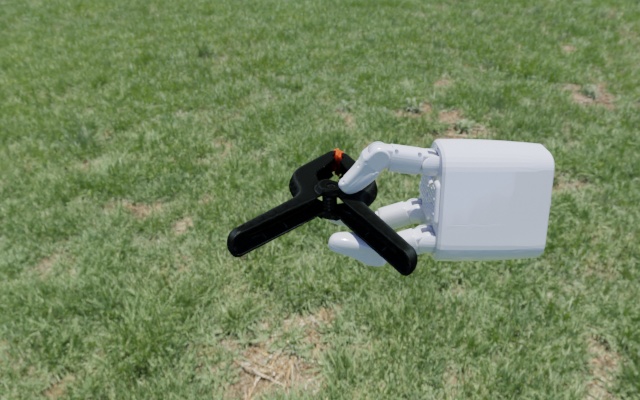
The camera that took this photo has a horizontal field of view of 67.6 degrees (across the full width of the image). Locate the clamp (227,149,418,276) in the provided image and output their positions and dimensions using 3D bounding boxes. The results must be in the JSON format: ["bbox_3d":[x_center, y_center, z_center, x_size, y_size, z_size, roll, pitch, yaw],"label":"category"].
[{"bbox_3d":[0.000,0.001,0.485,0.164,0.036,0.209,3,30,-2],"label":"clamp"}]
